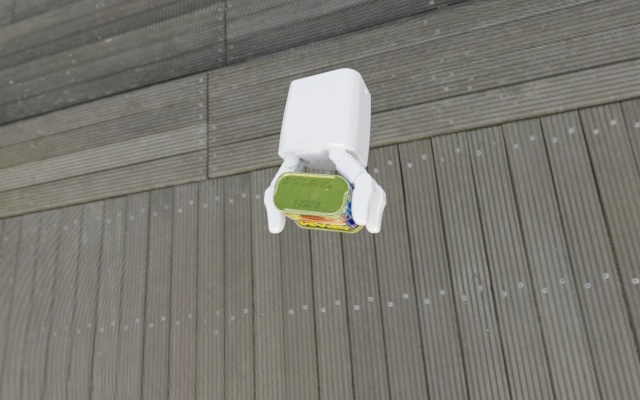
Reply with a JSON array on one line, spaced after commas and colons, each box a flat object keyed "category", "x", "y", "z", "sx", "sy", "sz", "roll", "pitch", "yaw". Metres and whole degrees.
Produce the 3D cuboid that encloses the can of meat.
[{"category": "can of meat", "x": 0.000, "y": 0.002, "z": 0.602, "sx": 0.102, "sy": 0.057, "sz": 0.084, "roll": 5, "pitch": -13, "yaw": 20}]
